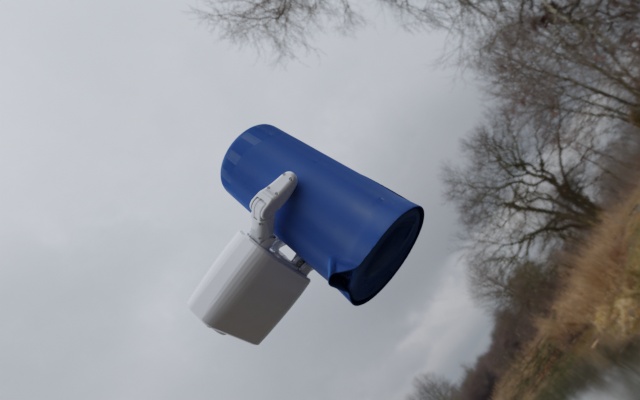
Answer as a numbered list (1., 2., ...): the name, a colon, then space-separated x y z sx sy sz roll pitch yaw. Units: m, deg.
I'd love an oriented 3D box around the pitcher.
1. pitcher: 0.000 0.002 0.589 0.242 0.145 0.149 35 -4 27
